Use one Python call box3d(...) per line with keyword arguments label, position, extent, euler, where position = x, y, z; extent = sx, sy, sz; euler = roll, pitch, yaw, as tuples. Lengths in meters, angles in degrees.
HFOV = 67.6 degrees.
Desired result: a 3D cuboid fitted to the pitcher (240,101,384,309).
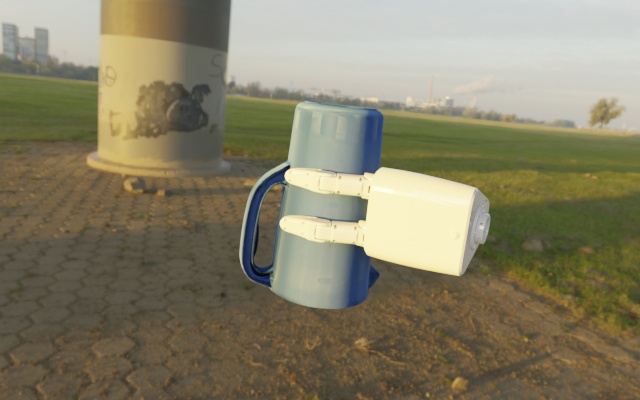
box3d(label="pitcher", position=(0.000, 0.002, 0.598), extent=(0.145, 0.243, 0.149), euler=(13, 14, 28))
